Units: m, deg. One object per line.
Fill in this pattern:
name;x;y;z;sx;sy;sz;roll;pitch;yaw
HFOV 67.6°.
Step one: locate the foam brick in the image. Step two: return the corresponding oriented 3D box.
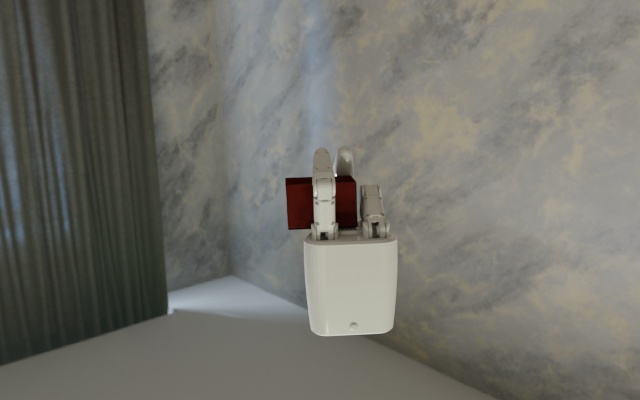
foam brick;0.000;0.002;0.532;0.078;0.051;0.053;-2;11;-2
